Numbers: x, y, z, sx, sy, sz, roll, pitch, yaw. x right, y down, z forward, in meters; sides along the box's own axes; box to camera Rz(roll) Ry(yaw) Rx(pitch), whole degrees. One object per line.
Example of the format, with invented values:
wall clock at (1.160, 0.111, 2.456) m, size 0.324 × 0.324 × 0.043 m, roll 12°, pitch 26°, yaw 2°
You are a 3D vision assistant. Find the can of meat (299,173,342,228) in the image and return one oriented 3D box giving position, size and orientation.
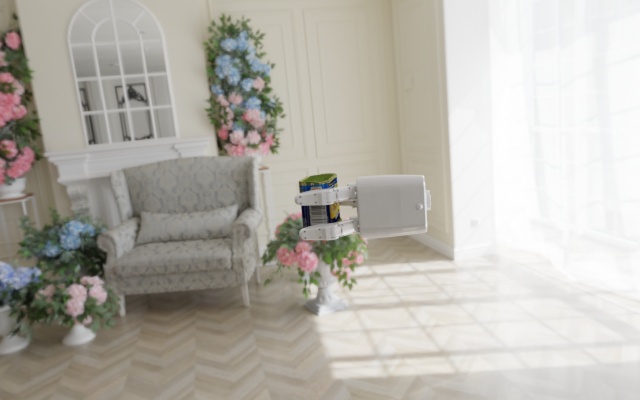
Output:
can of meat at (0.000, 0.002, 0.791) m, size 0.057 × 0.084 × 0.102 m, roll -3°, pitch 10°, yaw 12°
